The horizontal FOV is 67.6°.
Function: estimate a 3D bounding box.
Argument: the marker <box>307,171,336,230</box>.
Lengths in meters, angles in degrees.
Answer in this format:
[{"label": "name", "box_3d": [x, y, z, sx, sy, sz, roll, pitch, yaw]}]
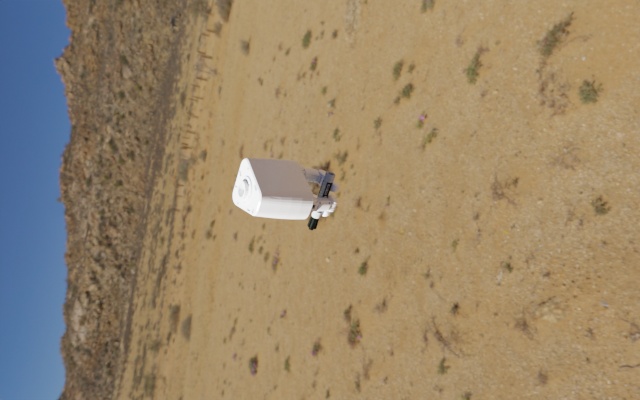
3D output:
[{"label": "marker", "box_3d": [0.000, 0.003, 0.894, 0.020, 0.121, 0.020, 17, 23, -7]}]
